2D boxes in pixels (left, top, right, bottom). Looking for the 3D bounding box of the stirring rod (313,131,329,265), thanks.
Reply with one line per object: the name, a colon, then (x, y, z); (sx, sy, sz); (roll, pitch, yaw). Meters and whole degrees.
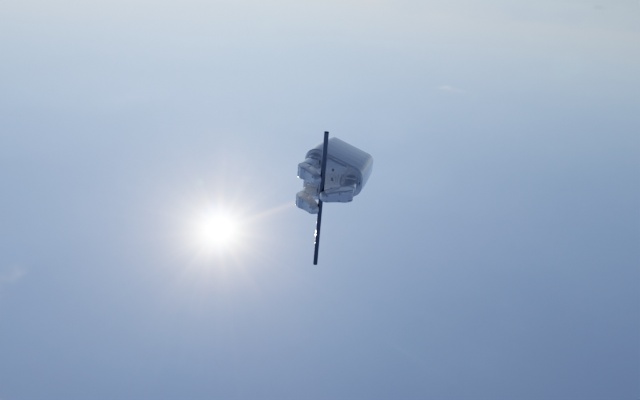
stirring rod: (0.000, 0.002, 0.791); (0.011, 0.240, 0.011); (4, 24, -2)
